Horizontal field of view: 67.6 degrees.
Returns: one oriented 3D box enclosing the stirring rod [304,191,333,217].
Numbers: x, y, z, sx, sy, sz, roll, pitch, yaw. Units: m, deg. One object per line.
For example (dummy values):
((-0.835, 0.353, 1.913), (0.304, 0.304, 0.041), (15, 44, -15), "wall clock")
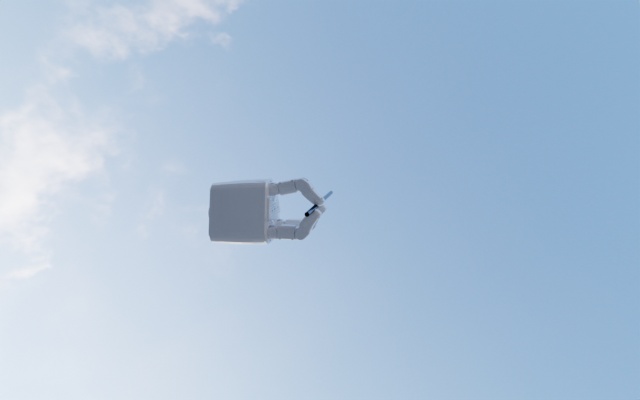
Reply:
((0.000, 0.003, 0.860), (0.011, 0.011, 0.239), (0, 9, 10), "stirring rod")
